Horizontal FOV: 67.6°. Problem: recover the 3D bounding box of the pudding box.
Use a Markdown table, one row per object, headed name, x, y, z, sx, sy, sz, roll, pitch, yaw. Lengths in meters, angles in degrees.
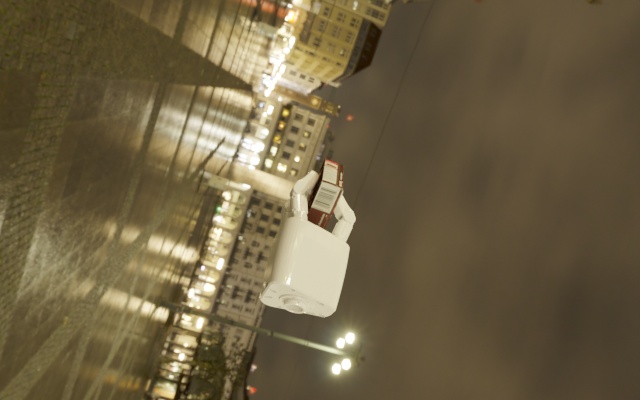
| name | x | y | z | sx | sy | sz | roll | pitch | yaw |
| --- | --- | --- | --- | --- | --- | --- | --- | --- | --- |
| pudding box | 0.000 | 0.003 | 0.759 | 0.039 | 0.113 | 0.090 | 22 | 27 | -8 |
